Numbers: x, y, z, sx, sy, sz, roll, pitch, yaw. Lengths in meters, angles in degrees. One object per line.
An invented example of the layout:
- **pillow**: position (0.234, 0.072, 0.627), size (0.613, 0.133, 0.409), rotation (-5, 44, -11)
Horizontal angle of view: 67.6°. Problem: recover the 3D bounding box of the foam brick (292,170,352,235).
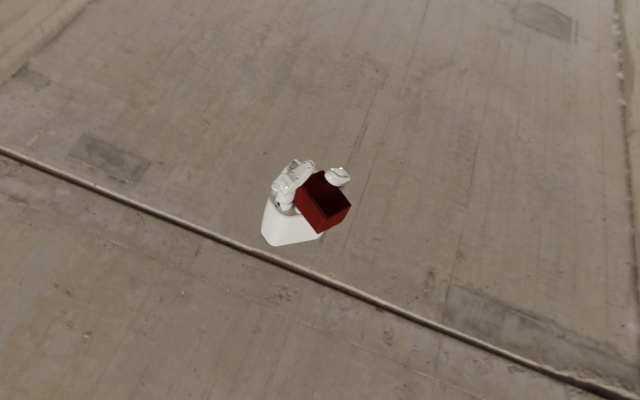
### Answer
- **foam brick**: position (0.000, 0.003, 0.737), size (0.053, 0.078, 0.051), rotation (-25, -23, -31)
